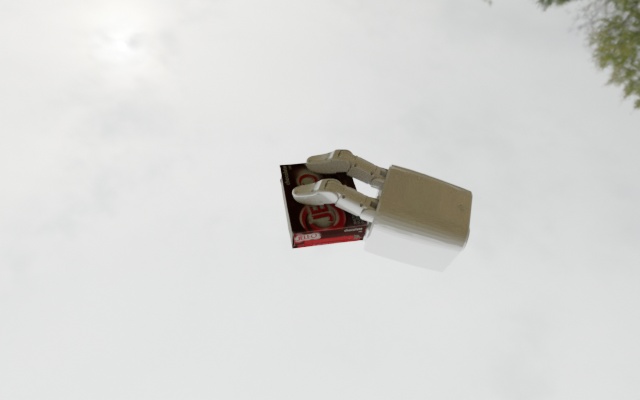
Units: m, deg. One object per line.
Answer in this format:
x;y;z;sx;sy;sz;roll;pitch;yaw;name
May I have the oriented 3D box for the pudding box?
0.000;0.002;0.593;0.090;0.113;0.039;-6;-41;-11;pudding box
